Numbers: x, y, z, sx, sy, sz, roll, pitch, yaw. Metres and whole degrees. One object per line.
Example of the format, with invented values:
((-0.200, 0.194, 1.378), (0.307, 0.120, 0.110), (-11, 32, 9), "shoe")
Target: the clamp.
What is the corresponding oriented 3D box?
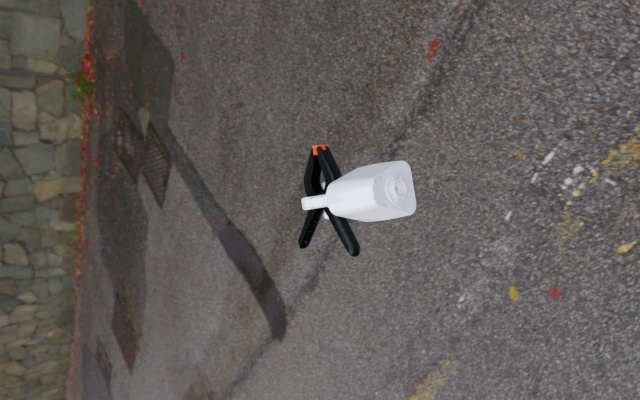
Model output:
((0.000, 0.002, 0.899), (0.036, 0.210, 0.164), (-8, 0, -40), "clamp")
